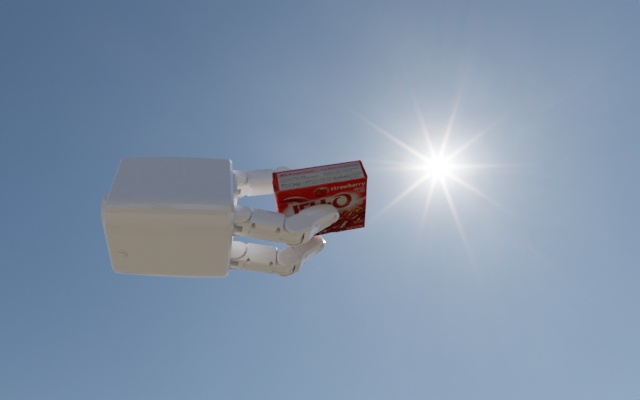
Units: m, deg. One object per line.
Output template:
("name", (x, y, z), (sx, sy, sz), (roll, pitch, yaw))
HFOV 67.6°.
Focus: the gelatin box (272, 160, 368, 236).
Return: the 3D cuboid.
("gelatin box", (0.000, 0.001, 0.472), (0.089, 0.030, 0.073), (-9, -43, -6))
